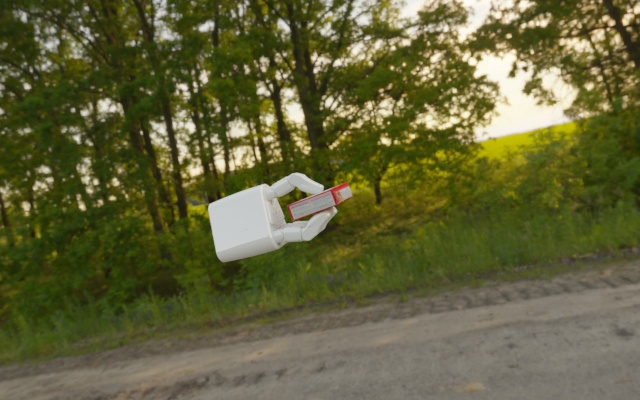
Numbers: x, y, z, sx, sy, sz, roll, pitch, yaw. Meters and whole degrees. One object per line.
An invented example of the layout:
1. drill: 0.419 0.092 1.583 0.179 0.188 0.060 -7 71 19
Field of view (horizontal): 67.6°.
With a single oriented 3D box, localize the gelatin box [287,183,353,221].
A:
1. gelatin box: 0.000 0.002 0.792 0.089 0.030 0.073 -21 1 26
